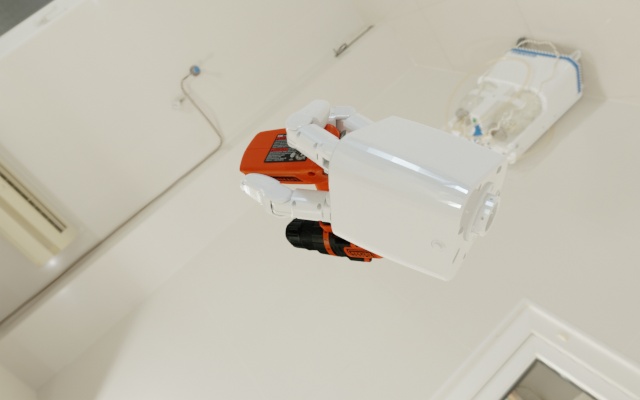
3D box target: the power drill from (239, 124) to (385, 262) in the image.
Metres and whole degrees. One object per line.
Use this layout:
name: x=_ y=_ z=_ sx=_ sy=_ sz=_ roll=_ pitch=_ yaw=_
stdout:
power drill: x=0.000 y=0.001 z=0.510 sx=0.184 sy=0.057 sz=0.188 roll=-2 pitch=-33 yaw=36
